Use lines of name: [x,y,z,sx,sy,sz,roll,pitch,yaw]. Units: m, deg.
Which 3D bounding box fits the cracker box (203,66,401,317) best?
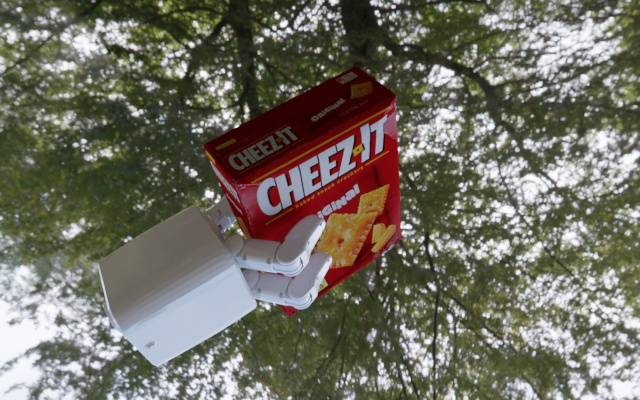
cracker box: [0.000,0.002,0.481,0.164,0.214,0.072,-31,51,-16]
